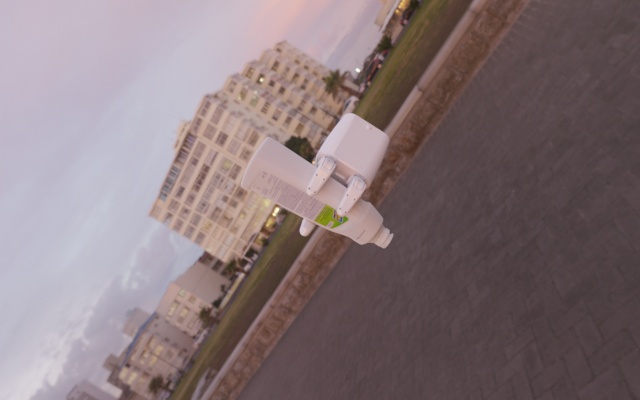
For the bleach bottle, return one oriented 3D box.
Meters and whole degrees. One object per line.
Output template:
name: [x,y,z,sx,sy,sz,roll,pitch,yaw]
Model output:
bleach bottle: [0.000,0.002,0.765,0.251,0.068,0.103,32,-33,-3]
